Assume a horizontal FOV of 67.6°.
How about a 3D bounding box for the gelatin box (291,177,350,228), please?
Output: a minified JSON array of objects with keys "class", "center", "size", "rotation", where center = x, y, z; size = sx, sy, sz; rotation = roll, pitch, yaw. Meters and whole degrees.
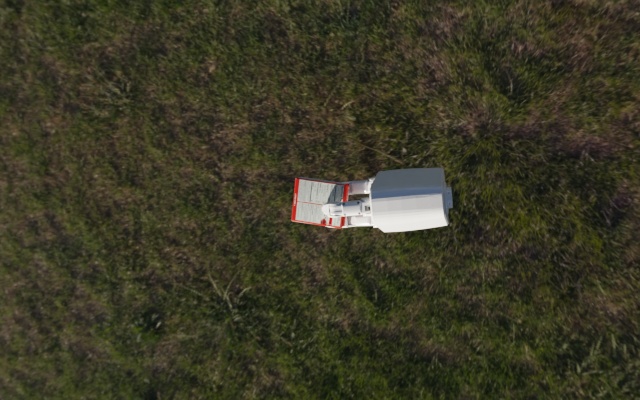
[{"class":"gelatin box","center":[0.000,0.003,0.790],"size":[0.089,0.073,0.030],"rotation":[8,9,13]}]
